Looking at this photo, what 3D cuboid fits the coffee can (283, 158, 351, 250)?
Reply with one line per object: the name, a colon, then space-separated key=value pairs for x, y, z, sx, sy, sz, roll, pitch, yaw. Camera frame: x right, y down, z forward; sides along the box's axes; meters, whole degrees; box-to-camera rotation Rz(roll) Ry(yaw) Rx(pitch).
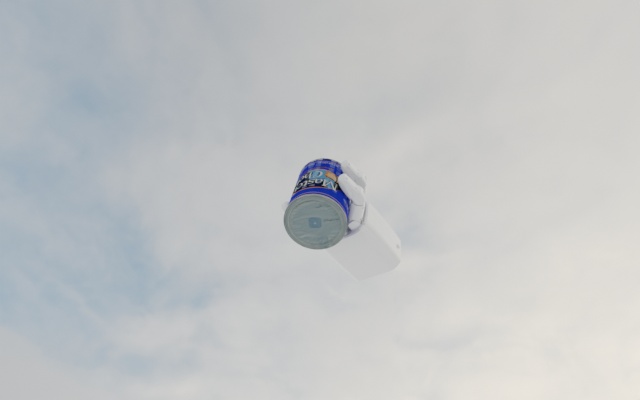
coffee can: x=0.000 y=0.003 z=0.819 sx=0.103 sy=0.103 sz=0.140 roll=0 pitch=30 yaw=9
